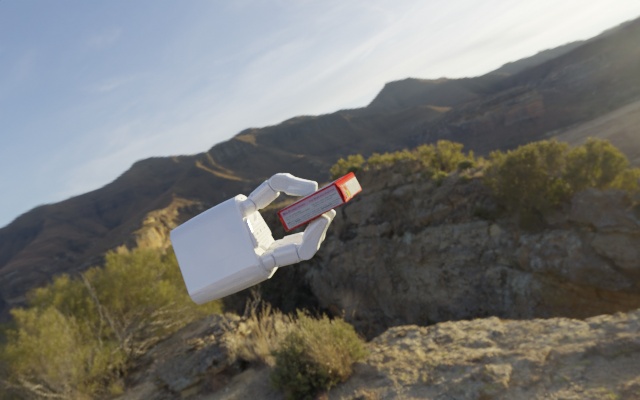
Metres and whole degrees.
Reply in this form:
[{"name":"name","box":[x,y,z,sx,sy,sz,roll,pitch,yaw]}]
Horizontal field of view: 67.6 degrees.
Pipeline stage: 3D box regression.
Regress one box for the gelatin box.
[{"name":"gelatin box","box":[0.000,0.001,0.594,0.089,0.030,0.073,-28,2,24]}]
